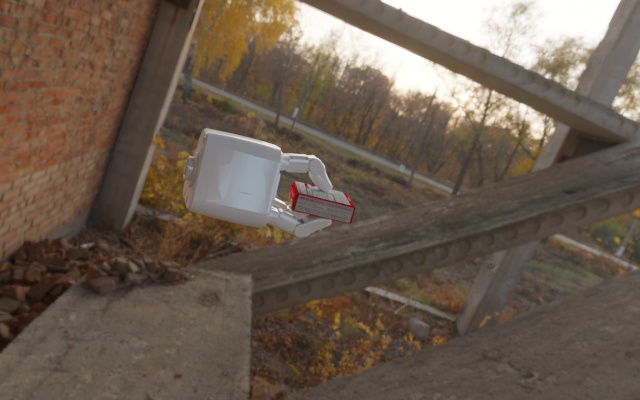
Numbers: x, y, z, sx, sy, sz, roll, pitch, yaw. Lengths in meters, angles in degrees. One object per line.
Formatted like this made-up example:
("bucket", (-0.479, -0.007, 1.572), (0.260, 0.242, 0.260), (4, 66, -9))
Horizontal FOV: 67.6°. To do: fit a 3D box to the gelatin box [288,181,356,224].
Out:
("gelatin box", (0.001, 0.002, 0.695), (0.089, 0.030, 0.073), (13, 14, -11))
